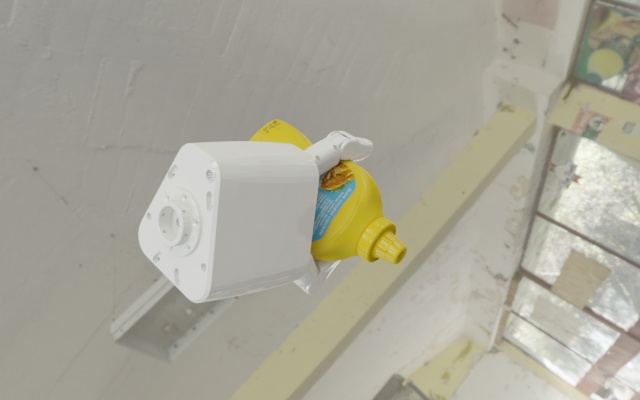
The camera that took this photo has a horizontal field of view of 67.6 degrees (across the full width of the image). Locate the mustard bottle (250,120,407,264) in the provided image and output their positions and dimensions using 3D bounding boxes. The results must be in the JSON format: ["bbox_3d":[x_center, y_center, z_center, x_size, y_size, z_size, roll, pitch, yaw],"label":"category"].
[{"bbox_3d":[0.000,0.001,0.455,0.191,0.096,0.058,34,-2,31],"label":"mustard bottle"}]
